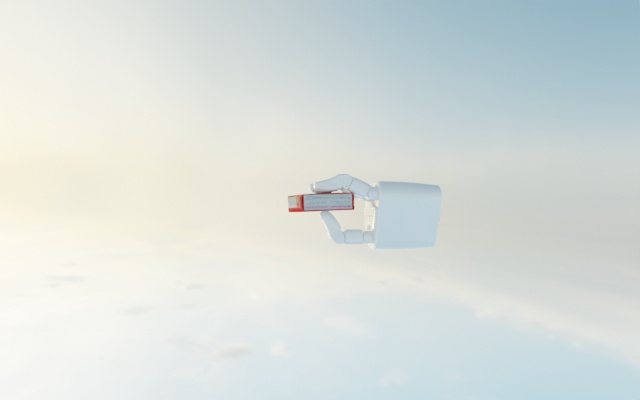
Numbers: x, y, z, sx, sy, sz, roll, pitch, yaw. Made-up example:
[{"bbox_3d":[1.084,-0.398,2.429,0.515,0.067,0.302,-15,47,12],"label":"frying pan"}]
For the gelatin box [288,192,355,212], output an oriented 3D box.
[{"bbox_3d":[0.000,0.003,0.764,0.089,0.030,0.073,-3,0,-21],"label":"gelatin box"}]
